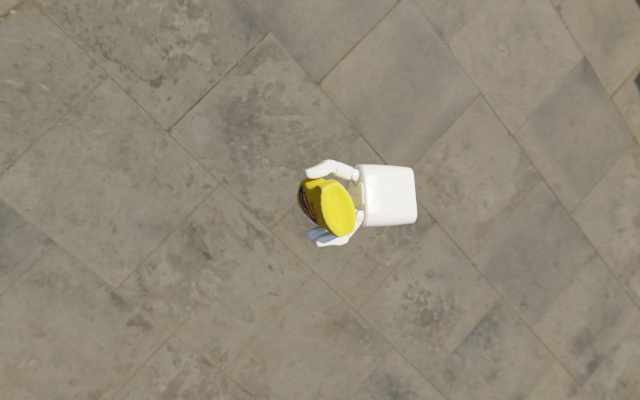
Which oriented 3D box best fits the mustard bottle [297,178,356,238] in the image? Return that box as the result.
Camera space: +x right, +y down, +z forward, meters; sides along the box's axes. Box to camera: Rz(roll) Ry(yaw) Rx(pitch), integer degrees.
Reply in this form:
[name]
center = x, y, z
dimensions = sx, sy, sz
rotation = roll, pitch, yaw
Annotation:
[mustard bottle]
center = 0.000, 0.003, 0.876
dimensions = 0.058, 0.096, 0.191
rotation = -25, 16, -14
